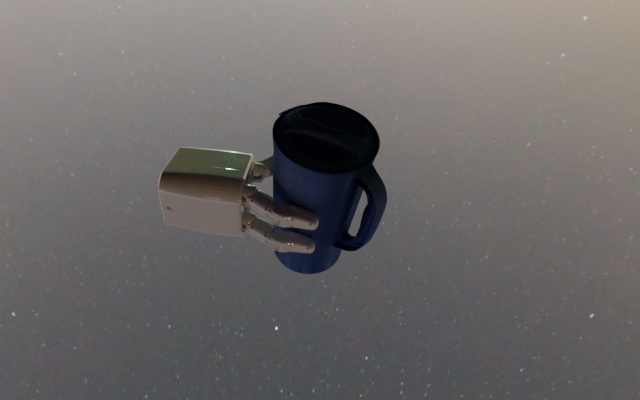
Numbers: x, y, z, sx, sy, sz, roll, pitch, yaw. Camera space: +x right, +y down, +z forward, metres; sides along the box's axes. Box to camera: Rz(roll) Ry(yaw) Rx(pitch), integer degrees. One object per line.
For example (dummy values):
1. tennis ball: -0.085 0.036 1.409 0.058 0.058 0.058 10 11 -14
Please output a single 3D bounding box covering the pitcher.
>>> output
1. pitcher: 0.000 0.002 0.662 0.145 0.149 0.243 6 -42 -4
